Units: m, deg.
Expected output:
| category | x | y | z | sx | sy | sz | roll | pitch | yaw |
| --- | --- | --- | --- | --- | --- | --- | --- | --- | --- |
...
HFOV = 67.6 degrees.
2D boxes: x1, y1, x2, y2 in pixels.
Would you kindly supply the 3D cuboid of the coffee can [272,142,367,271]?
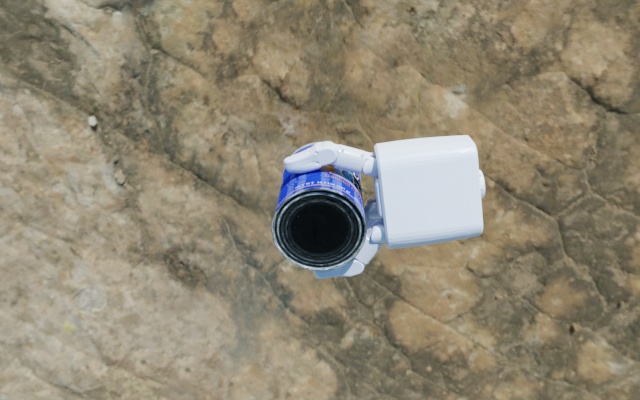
| category | x | y | z | sx | sy | sz | roll | pitch | yaw |
| --- | --- | --- | --- | --- | --- | --- | --- | --- | --- |
| coffee can | 0.000 | 0.002 | 0.571 | 0.103 | 0.103 | 0.140 | 0 | 27 | 2 |
